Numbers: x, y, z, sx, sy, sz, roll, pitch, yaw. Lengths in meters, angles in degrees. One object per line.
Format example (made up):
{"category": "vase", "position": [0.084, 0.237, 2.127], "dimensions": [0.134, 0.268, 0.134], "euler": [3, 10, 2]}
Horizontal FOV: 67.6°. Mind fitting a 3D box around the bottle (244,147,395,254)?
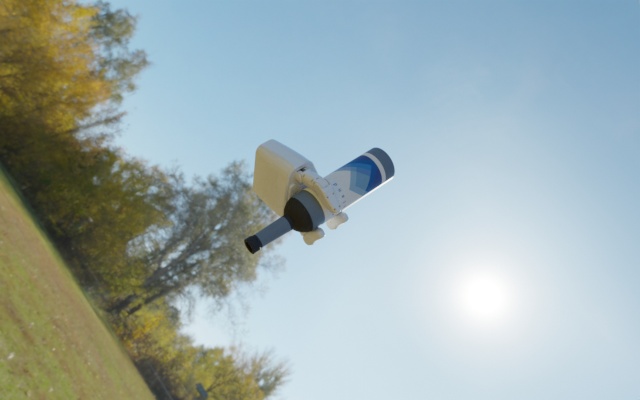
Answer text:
{"category": "bottle", "position": [0.000, 0.003, 0.809], "dimensions": [0.295, 0.069, 0.069], "euler": [-32, 15, -26]}
